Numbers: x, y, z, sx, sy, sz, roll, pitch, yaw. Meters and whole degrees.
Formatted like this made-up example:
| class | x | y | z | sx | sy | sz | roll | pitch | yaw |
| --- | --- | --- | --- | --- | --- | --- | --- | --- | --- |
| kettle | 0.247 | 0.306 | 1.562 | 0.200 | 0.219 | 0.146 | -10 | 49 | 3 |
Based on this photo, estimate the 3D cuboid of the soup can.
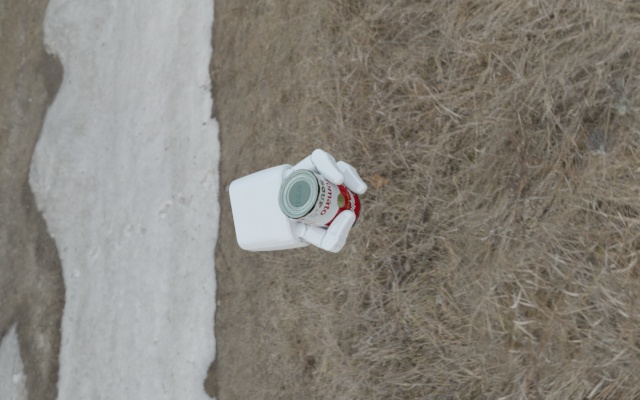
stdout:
| class | x | y | z | sx | sy | sz | roll | pitch | yaw |
| --- | --- | --- | --- | --- | --- | --- | --- | --- | --- |
| soup can | 0.000 | 0.002 | 0.644 | 0.068 | 0.068 | 0.102 | 0 | -13 | 37 |
